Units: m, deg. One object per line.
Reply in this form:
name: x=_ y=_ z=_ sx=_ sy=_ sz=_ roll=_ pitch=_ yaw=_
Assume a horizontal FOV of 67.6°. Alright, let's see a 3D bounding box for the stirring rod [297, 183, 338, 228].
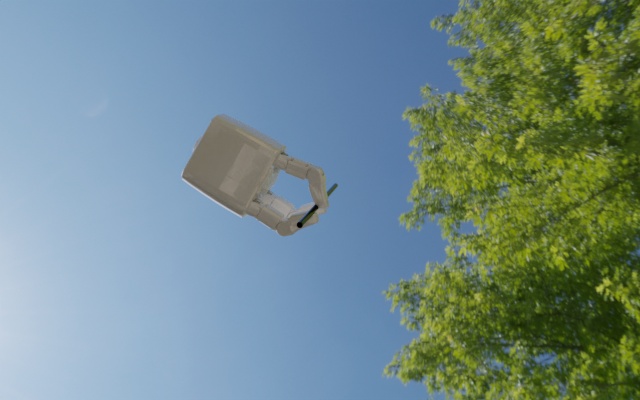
stirring rod: x=0.000 y=0.002 z=0.694 sx=0.011 sy=0.011 sz=0.239 roll=0 pitch=13 yaw=13
